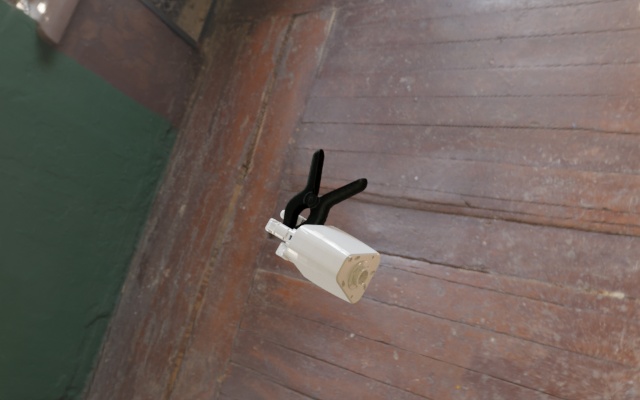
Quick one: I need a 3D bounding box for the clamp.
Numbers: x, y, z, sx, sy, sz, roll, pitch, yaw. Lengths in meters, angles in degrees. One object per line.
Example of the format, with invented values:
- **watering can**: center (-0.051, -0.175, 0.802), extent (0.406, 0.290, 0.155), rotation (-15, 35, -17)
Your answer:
- **clamp**: center (0.000, 0.003, 0.818), extent (0.120, 0.171, 0.039), rotation (26, -5, 36)
